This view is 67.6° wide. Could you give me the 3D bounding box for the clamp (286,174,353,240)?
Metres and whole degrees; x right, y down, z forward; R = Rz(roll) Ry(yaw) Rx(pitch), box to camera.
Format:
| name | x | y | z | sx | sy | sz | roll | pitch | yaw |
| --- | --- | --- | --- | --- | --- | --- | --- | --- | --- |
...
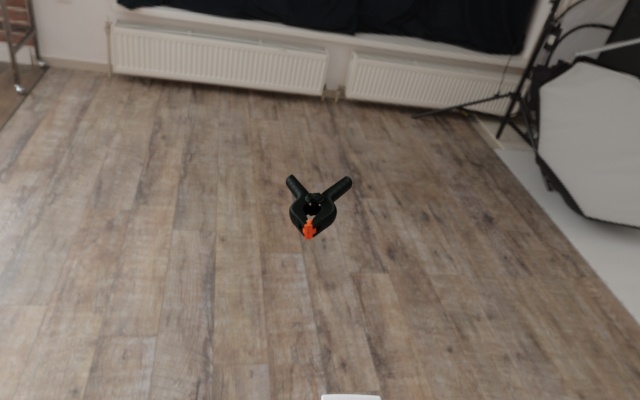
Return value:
| name | x | y | z | sx | sy | sz | roll | pitch | yaw |
| --- | --- | --- | --- | --- | --- | --- | --- | --- | --- |
| clamp | 0.000 | 0.002 | 0.812 | 0.120 | 0.039 | 0.171 | -8 | 36 | 2 |
